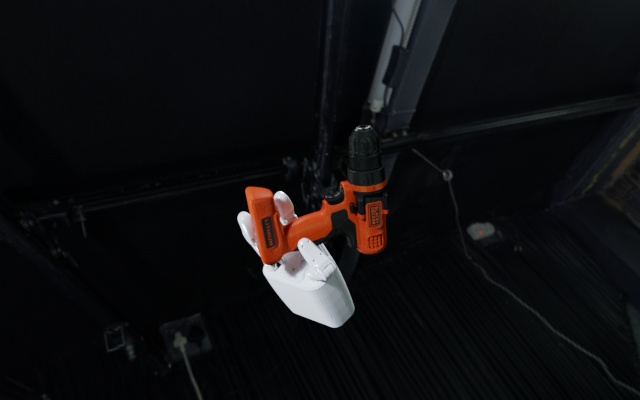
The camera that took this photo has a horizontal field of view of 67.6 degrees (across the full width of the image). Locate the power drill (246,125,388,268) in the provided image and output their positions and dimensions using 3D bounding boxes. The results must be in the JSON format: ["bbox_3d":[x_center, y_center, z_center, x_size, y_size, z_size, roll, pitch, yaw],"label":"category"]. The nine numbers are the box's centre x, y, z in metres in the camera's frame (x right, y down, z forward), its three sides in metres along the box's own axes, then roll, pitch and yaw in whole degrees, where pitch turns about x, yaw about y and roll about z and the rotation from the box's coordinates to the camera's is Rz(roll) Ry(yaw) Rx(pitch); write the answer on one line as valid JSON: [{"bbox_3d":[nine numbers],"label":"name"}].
[{"bbox_3d":[0.000,0.002,0.635,0.187,0.184,0.057,-12,22,-11],"label":"power drill"}]
